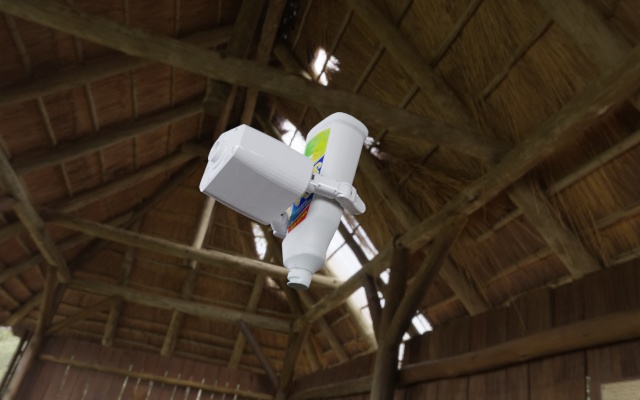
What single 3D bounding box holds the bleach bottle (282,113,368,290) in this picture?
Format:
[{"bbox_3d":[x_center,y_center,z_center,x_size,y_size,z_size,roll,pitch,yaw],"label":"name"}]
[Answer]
[{"bbox_3d":[0.000,0.002,0.677,0.068,0.250,0.102,28,-32,-26],"label":"bleach bottle"}]
